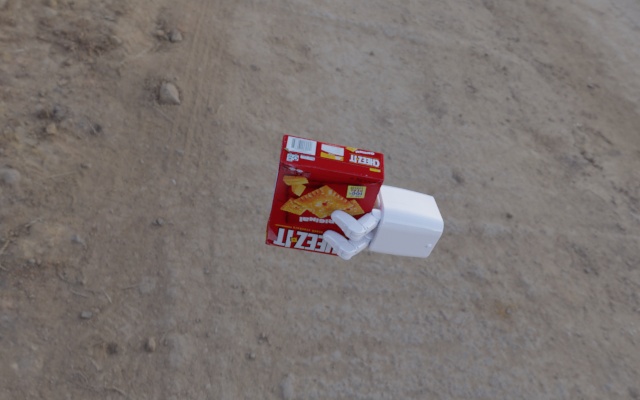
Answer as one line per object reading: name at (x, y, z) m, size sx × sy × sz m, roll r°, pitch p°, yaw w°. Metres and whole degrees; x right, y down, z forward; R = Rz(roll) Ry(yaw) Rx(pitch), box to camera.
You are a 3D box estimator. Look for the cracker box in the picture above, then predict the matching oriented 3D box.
cracker box at (0.000, 0.002, 0.807) m, size 0.164 × 0.072 × 0.214 m, roll 10°, pitch -43°, yaw -6°
